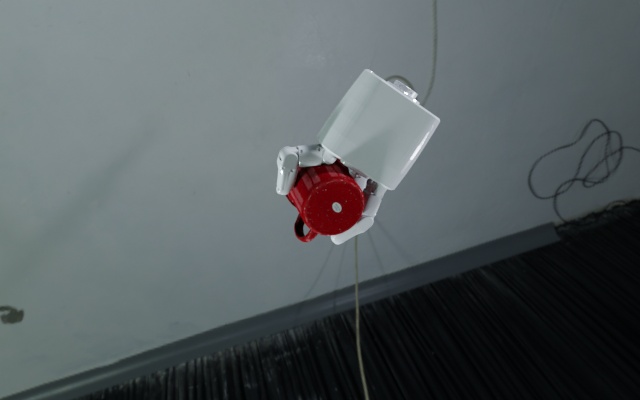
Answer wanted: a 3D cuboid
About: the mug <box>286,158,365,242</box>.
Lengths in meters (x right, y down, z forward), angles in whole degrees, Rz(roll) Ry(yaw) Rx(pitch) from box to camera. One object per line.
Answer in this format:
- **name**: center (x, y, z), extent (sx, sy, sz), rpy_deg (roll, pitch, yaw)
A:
- **mug**: center (-0.001, 0.003, 0.616), extent (0.093, 0.117, 0.081), rpy_deg (25, 17, -27)
